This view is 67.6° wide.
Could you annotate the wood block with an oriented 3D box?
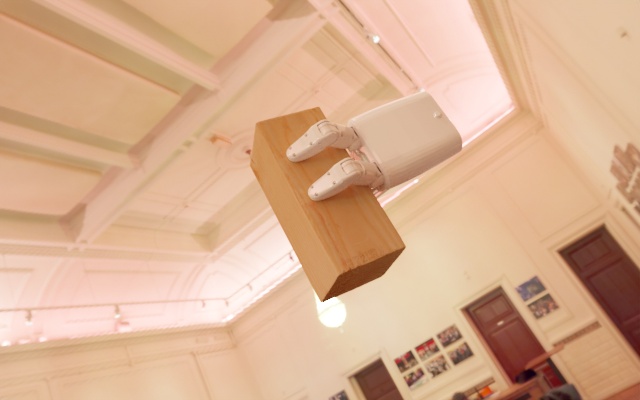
[{"bbox_3d":[0.000,0.002,0.570,0.090,0.206,0.091,-19,-25,-23],"label":"wood block"}]
